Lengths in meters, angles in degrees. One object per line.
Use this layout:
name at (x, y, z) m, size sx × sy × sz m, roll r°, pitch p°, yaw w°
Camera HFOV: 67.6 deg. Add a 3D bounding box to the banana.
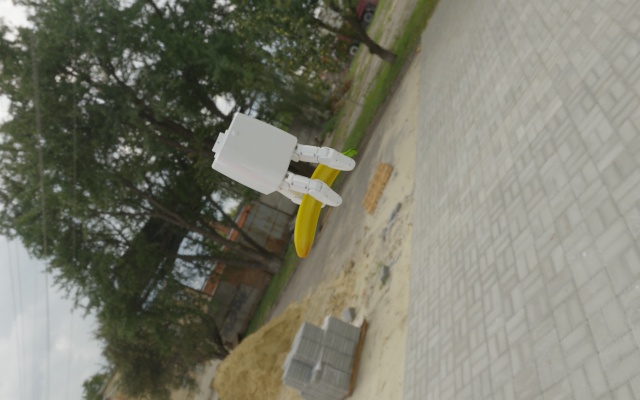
banana at (-0.005, -0.002, 0.800) m, size 0.037 × 0.198 × 0.069 m, roll 26°, pitch -4°, yaw -22°
